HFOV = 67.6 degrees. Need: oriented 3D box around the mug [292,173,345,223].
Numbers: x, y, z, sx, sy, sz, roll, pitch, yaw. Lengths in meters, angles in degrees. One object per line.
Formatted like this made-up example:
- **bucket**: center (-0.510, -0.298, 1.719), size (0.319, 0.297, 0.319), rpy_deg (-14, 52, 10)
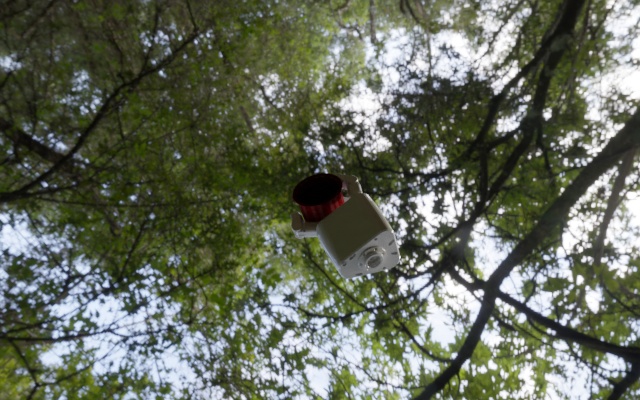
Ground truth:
- **mug**: center (0.000, 0.002, 0.891), size (0.093, 0.082, 0.117), rpy_deg (-22, 38, -5)
